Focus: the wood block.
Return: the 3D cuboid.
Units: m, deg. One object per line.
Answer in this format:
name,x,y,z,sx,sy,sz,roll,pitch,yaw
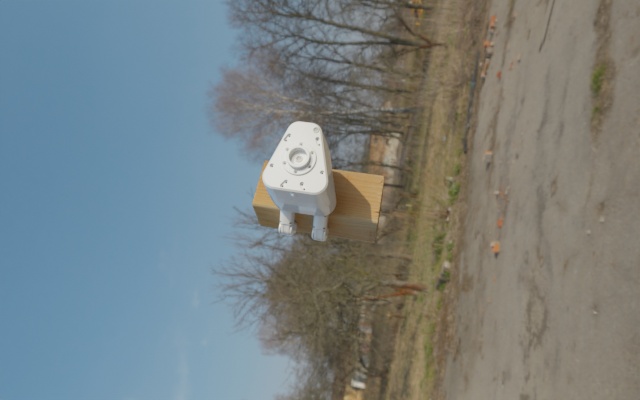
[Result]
wood block,0.000,0.002,0.820,0.206,0.090,0.090,8,-27,8
